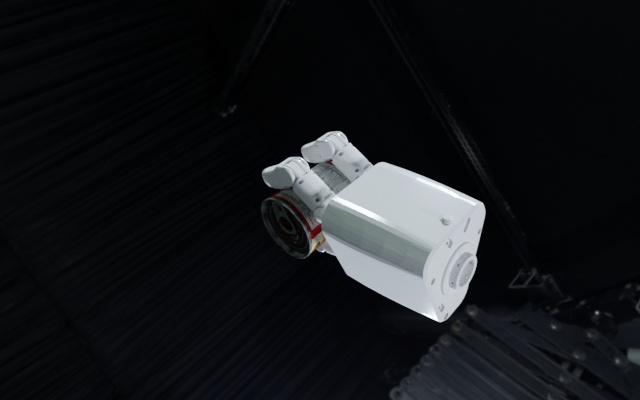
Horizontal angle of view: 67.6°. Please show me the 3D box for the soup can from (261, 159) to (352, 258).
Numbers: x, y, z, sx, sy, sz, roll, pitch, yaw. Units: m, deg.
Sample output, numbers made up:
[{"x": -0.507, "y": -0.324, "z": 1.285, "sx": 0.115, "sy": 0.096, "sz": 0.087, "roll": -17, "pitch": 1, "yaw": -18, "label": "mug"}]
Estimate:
[{"x": 0.000, "y": 0.001, "z": 0.483, "sx": 0.102, "sy": 0.068, "sz": 0.068, "roll": -37, "pitch": 21, "yaw": -31, "label": "soup can"}]
